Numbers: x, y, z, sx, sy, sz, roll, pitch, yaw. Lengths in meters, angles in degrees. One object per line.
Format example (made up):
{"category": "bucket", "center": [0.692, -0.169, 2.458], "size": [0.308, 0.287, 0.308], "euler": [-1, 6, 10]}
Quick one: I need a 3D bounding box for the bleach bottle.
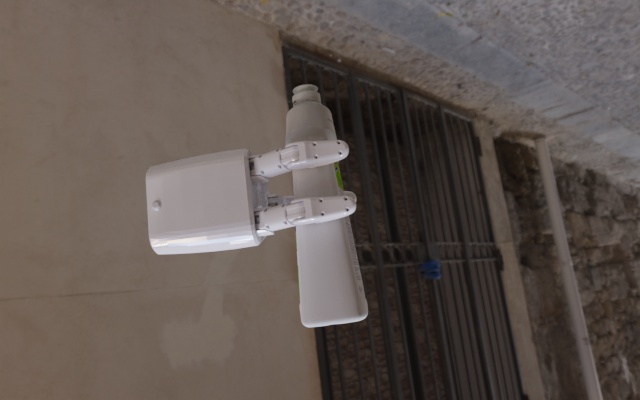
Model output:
{"category": "bleach bottle", "center": [0.000, 0.002, 0.509], "size": [0.068, 0.250, 0.102], "euler": [-8, -11, 4]}
